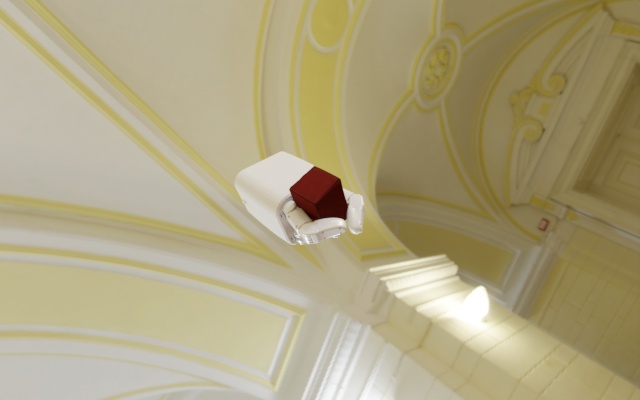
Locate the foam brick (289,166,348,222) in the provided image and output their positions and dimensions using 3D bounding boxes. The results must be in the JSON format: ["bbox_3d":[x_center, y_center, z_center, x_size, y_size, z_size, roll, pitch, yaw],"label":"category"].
[{"bbox_3d":[0.000,0.002,0.653,0.051,0.078,0.053,31,64,35],"label":"foam brick"}]
